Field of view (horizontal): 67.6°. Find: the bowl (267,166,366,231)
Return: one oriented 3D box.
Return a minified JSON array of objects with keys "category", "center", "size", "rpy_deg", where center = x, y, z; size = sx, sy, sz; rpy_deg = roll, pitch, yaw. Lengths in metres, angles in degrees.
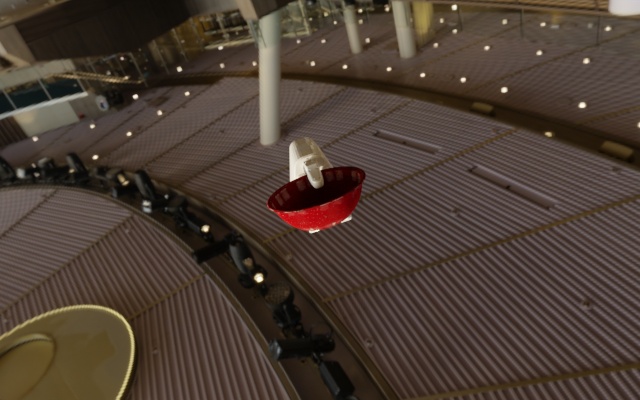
[{"category":"bowl","center":[0.000,0.003,0.757],"size":[0.162,0.055,0.162],"rpy_deg":[-16,20,6]}]
